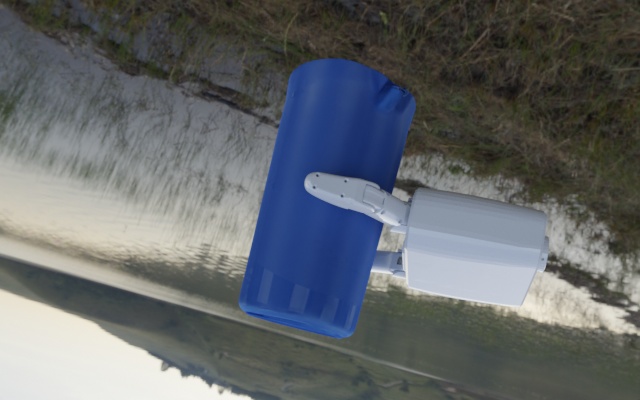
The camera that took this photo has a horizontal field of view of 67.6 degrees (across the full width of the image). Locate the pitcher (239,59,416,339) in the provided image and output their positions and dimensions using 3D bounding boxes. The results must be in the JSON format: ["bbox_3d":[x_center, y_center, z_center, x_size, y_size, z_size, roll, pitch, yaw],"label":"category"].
[{"bbox_3d":[0.000,0.002,0.469,0.145,0.242,0.149,10,-17,16],"label":"pitcher"}]
